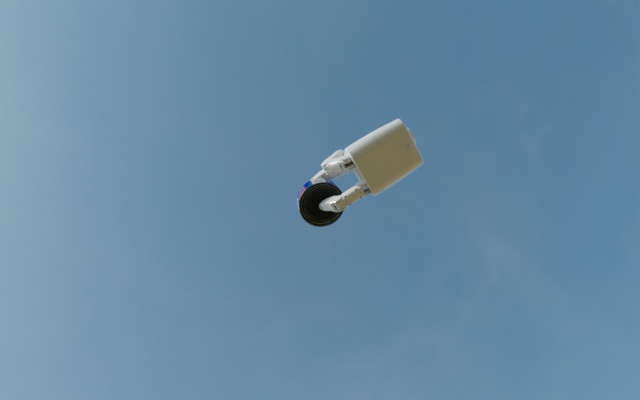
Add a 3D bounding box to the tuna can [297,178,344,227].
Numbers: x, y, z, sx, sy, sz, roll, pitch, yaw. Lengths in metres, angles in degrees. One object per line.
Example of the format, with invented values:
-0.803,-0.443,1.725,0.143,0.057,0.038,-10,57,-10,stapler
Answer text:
0.000,0.003,0.878,0.086,0.086,0.033,0,19,-12,tuna can
